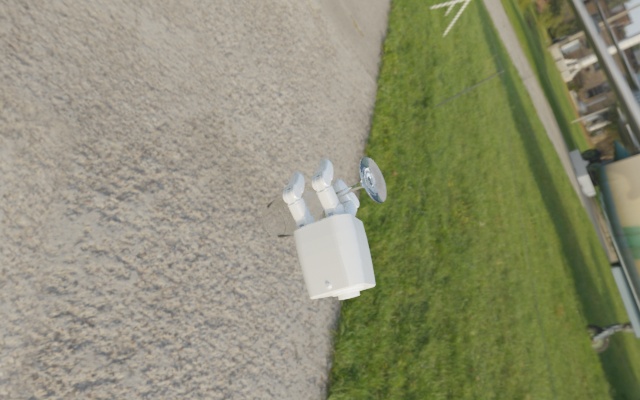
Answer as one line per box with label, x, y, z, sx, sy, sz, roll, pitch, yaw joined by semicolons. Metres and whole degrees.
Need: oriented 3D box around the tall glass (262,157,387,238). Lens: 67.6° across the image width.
tall glass;0.001;0.002;0.760;0.201;0.079;0.079;-22;-12;30
